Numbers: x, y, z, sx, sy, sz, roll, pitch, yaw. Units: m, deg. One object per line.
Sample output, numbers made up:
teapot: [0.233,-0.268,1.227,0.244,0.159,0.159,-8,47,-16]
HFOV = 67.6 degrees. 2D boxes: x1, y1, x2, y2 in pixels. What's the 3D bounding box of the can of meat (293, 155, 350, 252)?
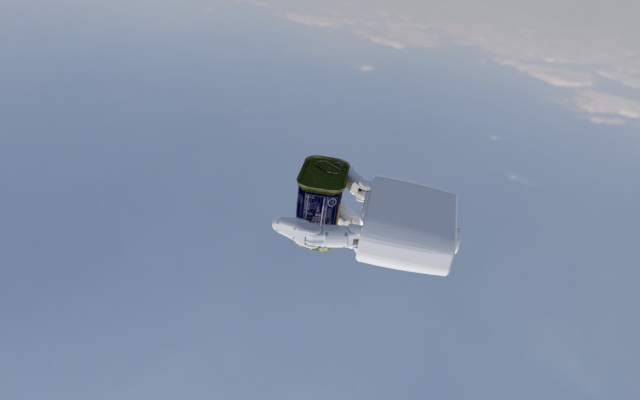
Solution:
can of meat: [0.000,0.002,0.591,0.057,0.084,0.102,9,26,3]
